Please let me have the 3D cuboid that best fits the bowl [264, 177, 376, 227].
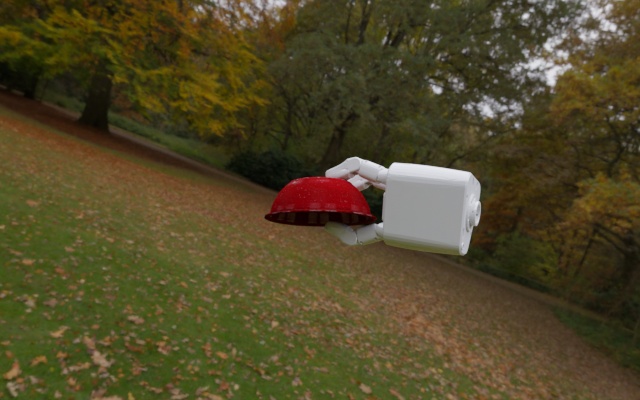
[{"bbox_3d":[-0.001,0.002,0.695,0.162,0.055,0.162,0,-10,0],"label":"bowl"}]
